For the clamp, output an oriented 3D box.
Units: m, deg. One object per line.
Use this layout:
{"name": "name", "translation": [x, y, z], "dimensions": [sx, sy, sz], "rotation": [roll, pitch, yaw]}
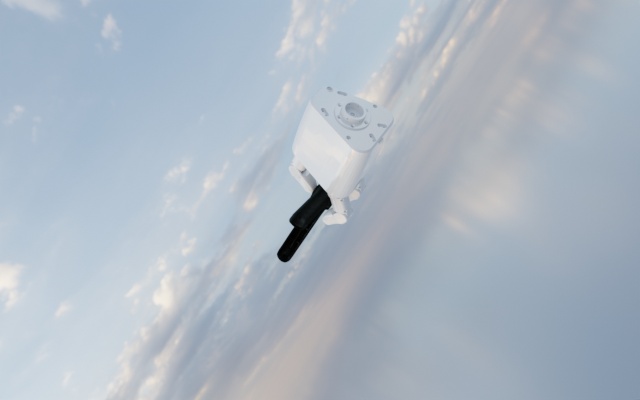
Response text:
{"name": "clamp", "translation": [0.000, 0.002, 0.755], "dimensions": [0.036, 0.210, 0.165], "rotation": [36, -33, 4]}
